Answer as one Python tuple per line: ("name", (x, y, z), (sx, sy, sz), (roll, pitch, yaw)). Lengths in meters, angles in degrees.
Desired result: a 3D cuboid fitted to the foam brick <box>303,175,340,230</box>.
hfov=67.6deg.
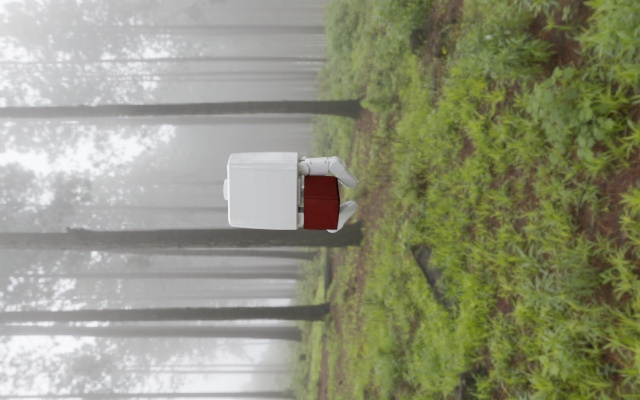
("foam brick", (0.000, 0.002, 0.705), (0.051, 0.053, 0.078), (2, 28, -3))
